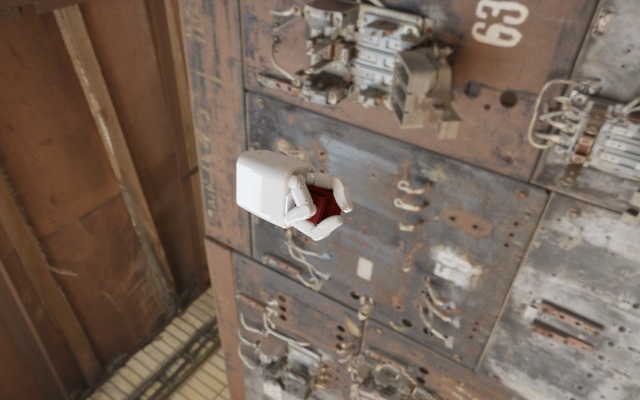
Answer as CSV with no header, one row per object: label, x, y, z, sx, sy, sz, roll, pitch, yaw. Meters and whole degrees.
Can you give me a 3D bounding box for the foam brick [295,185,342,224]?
foam brick,0.000,0.003,0.815,0.051,0.053,0.078,22,17,25
